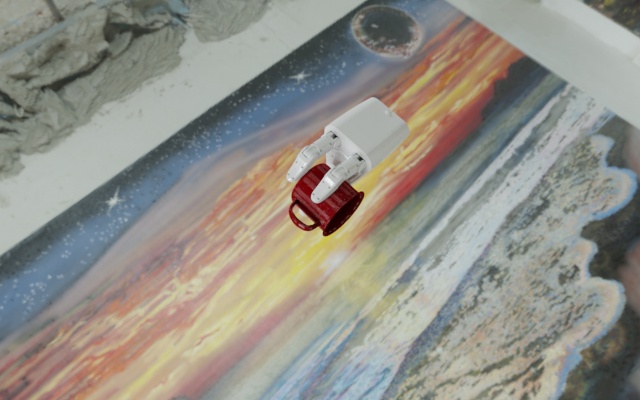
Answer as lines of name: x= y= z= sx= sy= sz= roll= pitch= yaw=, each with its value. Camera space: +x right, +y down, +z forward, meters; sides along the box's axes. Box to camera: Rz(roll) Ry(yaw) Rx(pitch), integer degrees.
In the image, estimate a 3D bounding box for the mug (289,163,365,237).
mug: x=-0.001 y=0.003 z=0.743 sx=0.117 sy=0.081 sz=0.093 roll=-38 pitch=-19 yaw=-28
